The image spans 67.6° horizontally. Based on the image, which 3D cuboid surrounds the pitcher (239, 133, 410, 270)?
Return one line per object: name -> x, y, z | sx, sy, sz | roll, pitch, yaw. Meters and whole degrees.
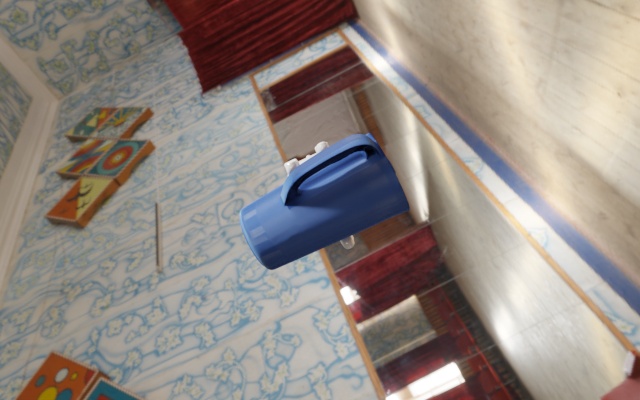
pitcher -> 0.000, 0.002, 0.727 | 0.243, 0.149, 0.145 | -27, 11, 3
